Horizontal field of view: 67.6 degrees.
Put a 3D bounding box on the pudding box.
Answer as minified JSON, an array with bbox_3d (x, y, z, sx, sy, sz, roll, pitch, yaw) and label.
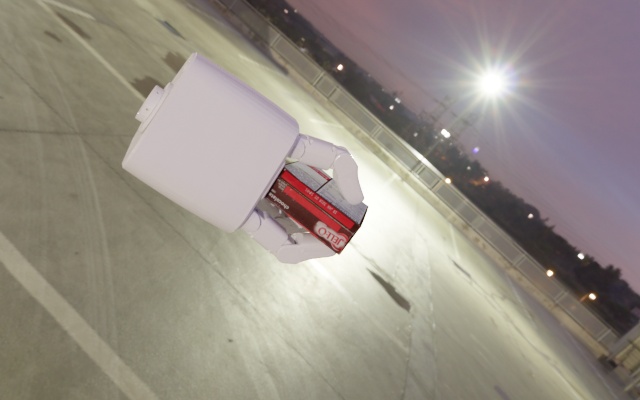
[{"bbox_3d":[0.000,0.001,0.470,0.090,0.039,0.113,39,14,3],"label":"pudding box"}]
